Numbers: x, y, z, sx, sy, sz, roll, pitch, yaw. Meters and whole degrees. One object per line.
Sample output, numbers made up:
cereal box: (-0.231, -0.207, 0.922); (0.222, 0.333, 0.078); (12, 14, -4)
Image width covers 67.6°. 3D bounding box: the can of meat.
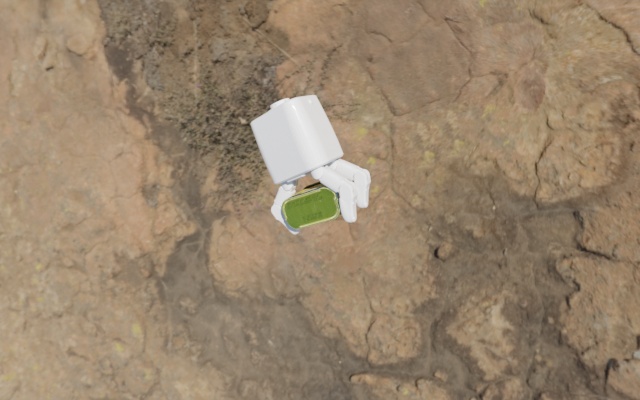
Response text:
can of meat: (0.000, 0.003, 0.754); (0.102, 0.057, 0.084); (-18, 7, 27)
